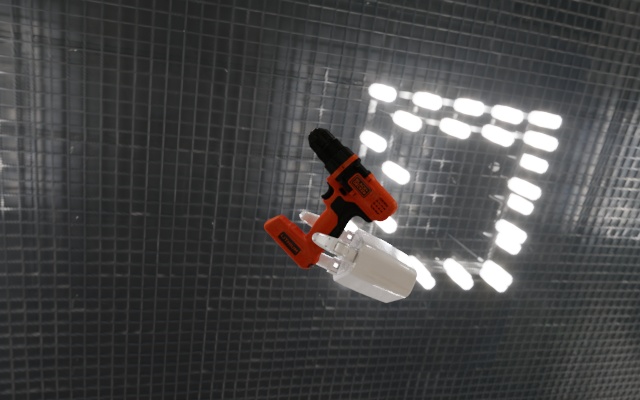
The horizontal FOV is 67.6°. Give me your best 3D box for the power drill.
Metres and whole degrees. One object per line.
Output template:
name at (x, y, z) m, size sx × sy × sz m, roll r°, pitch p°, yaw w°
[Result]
power drill at (0.000, 0.003, 0.767) m, size 0.188 × 0.184 × 0.057 m, roll -43°, pitch -5°, yaw 12°
